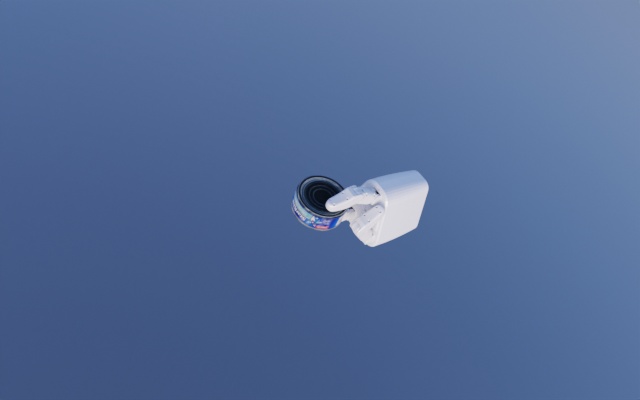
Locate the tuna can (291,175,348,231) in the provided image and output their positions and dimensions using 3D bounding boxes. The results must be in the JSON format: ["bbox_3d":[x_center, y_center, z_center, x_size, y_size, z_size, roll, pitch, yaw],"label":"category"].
[{"bbox_3d":[0.000,0.002,0.738,0.086,0.086,0.034,0,-37,-22],"label":"tuna can"}]
